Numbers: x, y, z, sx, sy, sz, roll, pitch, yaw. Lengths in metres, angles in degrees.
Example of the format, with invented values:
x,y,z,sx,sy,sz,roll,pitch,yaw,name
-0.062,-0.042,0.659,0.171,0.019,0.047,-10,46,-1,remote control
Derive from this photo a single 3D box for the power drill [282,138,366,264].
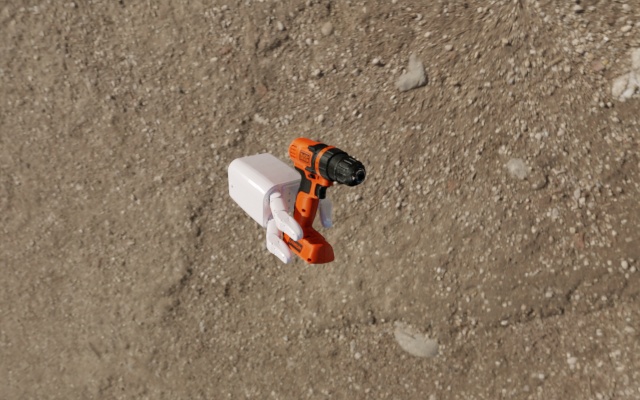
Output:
x,y,z,sx,sy,sz,roll,pitch,yaw,name
0.000,0.003,0.768,0.057,0.188,0.184,0,18,-32,power drill
